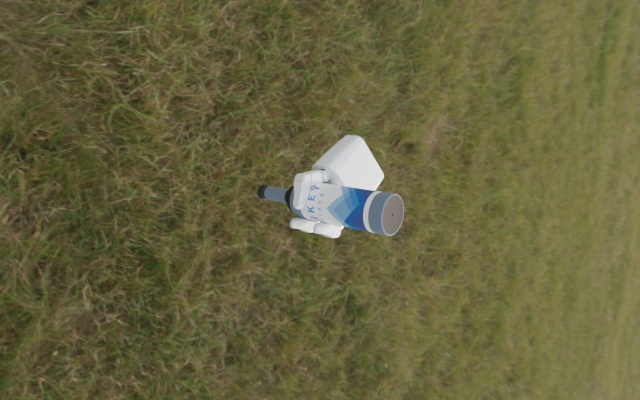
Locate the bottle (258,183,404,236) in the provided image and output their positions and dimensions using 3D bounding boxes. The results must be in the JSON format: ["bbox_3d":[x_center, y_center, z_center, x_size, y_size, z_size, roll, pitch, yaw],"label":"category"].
[{"bbox_3d":[0.000,0.003,0.832,0.295,0.069,0.069,10,6,39],"label":"bottle"}]
